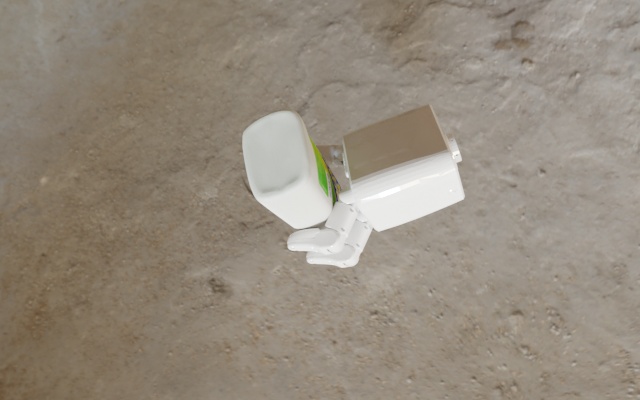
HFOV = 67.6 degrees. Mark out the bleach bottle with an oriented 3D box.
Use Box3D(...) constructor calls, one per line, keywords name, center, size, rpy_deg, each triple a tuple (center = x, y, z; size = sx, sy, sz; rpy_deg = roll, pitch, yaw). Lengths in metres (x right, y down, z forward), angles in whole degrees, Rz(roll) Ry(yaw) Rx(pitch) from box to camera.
Box3D(name="bleach bottle", center=(0.000, 0.002, 0.565), size=(0.068, 0.102, 0.251), rpy_deg=(-20, -28, 14))
